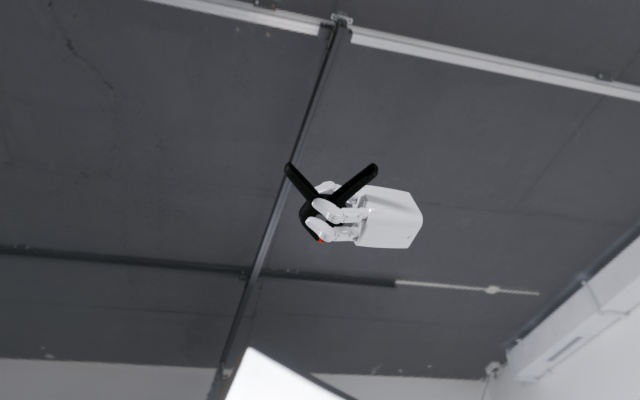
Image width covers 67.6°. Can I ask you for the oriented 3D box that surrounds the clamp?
[{"bbox_3d":[0.000,0.003,0.887,0.164,0.036,0.210,6,-43,-13],"label":"clamp"}]
